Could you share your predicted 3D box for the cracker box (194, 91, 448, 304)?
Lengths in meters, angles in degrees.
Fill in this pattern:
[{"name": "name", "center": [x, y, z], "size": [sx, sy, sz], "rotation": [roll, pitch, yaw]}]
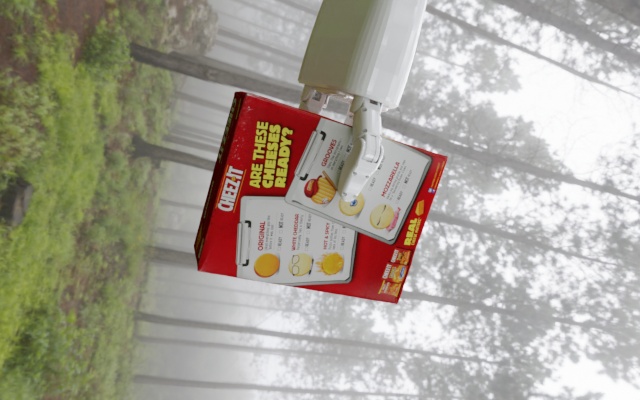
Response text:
[{"name": "cracker box", "center": [0.000, 0.002, 0.475], "size": [0.214, 0.164, 0.072], "rotation": [14, 9, -22]}]
